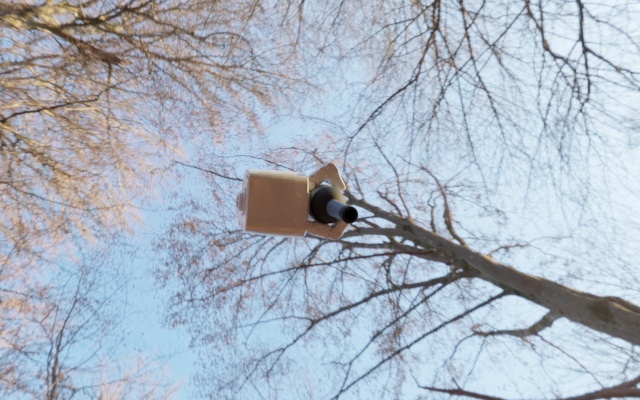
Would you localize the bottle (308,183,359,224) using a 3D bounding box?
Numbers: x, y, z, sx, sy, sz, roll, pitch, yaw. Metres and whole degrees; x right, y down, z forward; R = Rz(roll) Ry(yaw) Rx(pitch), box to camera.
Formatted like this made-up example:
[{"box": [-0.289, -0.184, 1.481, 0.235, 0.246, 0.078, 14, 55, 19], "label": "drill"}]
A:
[{"box": [0.000, 0.003, 0.866, 0.069, 0.069, 0.295, 0, 8, -18], "label": "bottle"}]
